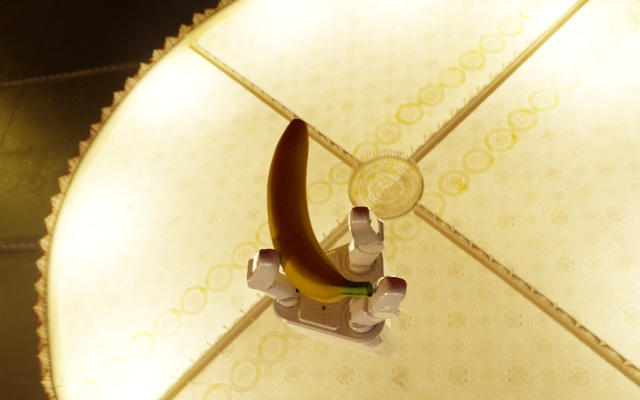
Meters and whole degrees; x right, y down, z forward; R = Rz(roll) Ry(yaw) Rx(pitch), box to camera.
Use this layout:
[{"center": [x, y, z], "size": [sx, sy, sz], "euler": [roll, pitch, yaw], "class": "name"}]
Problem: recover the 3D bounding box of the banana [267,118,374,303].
[{"center": [-0.015, 0.013, 0.419], "size": [0.069, 0.197, 0.037], "euler": [-28, -34, 9], "class": "banana"}]
